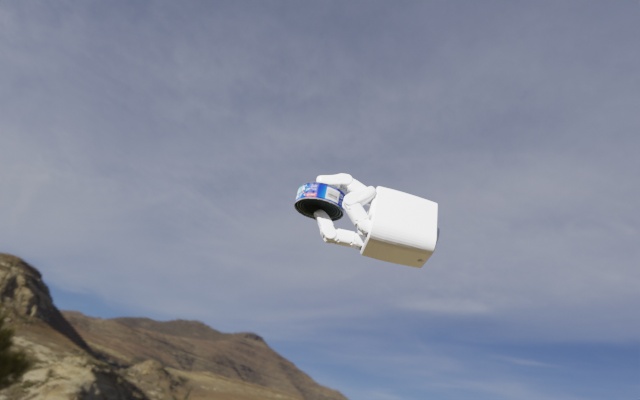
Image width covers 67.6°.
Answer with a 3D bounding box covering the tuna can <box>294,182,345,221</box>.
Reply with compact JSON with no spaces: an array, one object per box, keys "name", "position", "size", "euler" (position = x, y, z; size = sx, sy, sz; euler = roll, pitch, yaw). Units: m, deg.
[{"name":"tuna can","position":[0.000,0.002,0.821],"size":[0.086,0.033,0.086],"euler":[10,-26,5]}]
